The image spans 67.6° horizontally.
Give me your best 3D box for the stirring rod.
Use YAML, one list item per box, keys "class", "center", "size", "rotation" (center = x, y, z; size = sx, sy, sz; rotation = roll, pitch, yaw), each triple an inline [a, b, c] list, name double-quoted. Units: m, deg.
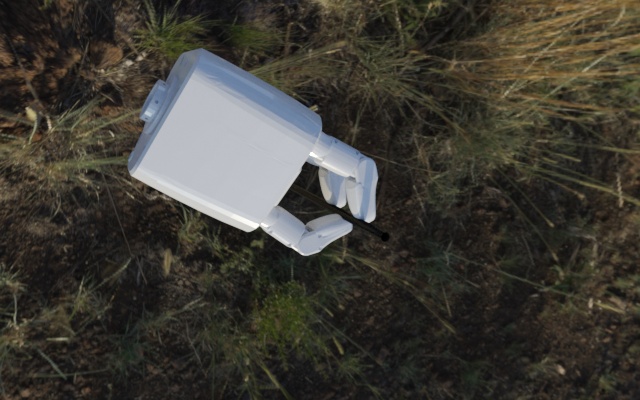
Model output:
- class: "stirring rod"
  center: [0.000, 0.002, 0.481]
  size: [0.011, 0.011, 0.239]
  rotation: [0, 13, -26]
